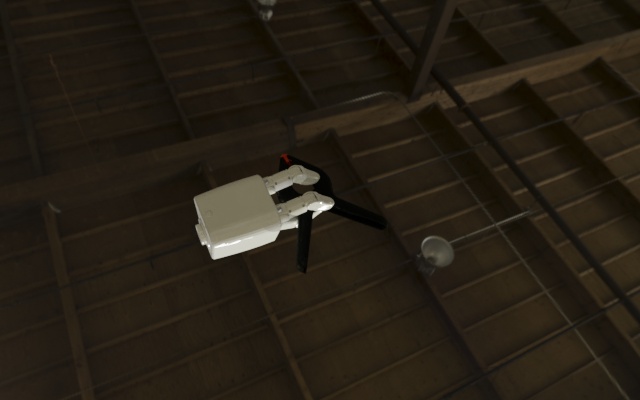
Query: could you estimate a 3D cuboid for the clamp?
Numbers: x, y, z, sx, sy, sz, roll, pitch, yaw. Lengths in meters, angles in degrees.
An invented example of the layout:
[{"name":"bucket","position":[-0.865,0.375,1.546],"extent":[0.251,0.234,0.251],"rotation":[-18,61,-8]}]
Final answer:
[{"name":"clamp","position":[0.000,0.003,0.785],"extent":[0.164,0.210,0.036],"rotation":[-19,-29,-17]}]
